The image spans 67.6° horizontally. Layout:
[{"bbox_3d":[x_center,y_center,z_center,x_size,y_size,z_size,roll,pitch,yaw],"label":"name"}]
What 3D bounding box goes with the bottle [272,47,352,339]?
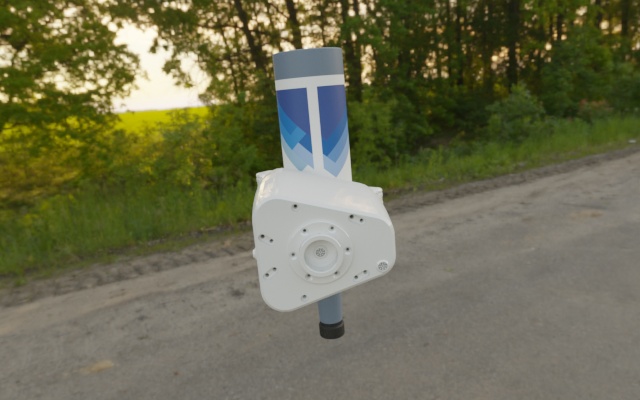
[{"bbox_3d":[0.000,0.001,0.486,0.069,0.296,0.069,-5,13,1],"label":"bottle"}]
